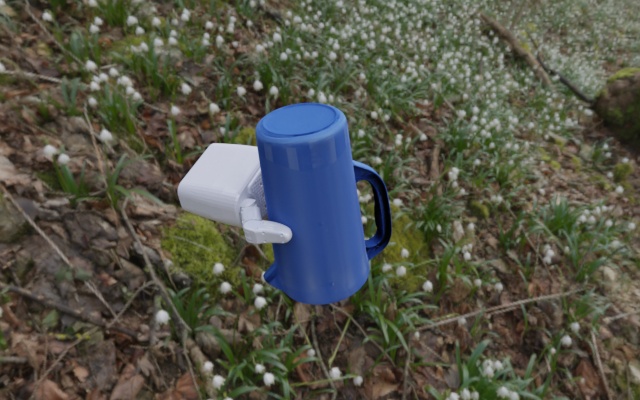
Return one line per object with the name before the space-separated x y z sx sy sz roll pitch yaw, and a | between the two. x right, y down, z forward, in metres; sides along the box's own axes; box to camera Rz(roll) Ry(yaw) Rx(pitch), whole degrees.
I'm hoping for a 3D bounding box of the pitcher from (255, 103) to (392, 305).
pitcher | 0.000 0.002 0.619 0.145 0.243 0.149 11 38 26
